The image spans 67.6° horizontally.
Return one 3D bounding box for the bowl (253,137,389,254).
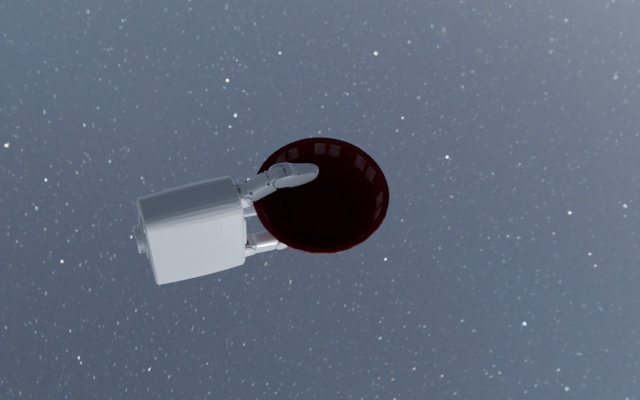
[{"bbox_3d":[0.001,0.002,0.585,0.162,0.162,0.055,0,-31,-1],"label":"bowl"}]
